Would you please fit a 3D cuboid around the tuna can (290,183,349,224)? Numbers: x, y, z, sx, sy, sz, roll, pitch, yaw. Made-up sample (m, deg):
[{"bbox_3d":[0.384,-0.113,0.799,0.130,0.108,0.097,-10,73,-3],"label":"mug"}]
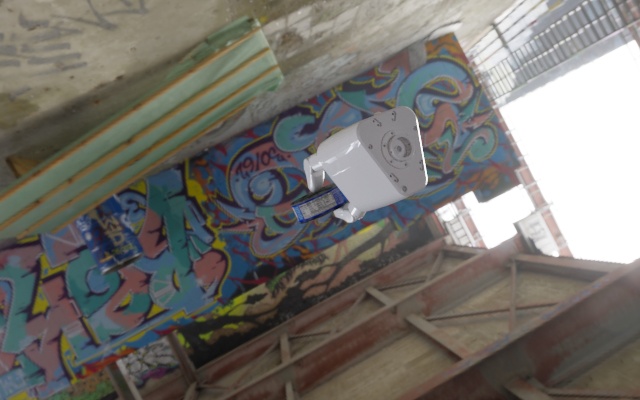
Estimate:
[{"bbox_3d":[0.000,0.003,0.718,0.086,0.034,0.086,-25,5,2],"label":"tuna can"}]
